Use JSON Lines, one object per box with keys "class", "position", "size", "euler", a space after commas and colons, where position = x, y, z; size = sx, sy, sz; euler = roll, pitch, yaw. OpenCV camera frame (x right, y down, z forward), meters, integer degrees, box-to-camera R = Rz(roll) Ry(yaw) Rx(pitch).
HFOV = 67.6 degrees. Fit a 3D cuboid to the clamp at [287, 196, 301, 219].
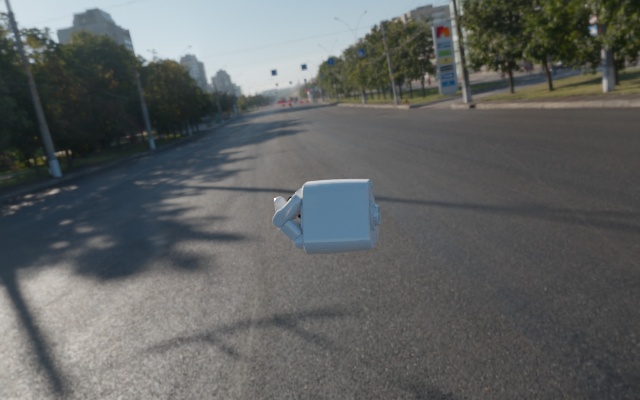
{"class": "clamp", "position": [0.000, 0.002, 0.867], "size": [0.120, 0.039, 0.171], "euler": [-1, 14, 15]}
